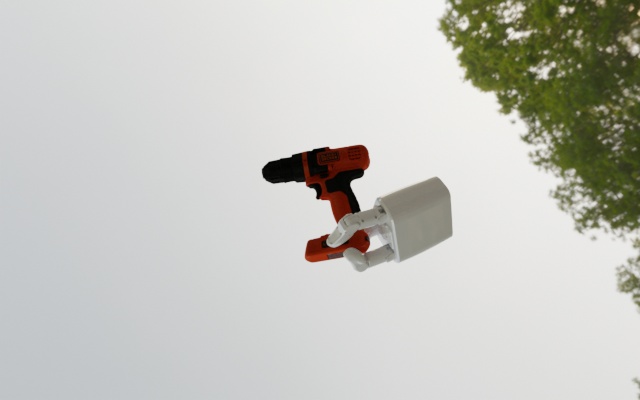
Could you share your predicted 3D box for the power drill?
[{"bbox_3d":[0.000,0.003,0.782,0.184,0.187,0.057,-10,-19,6],"label":"power drill"}]
